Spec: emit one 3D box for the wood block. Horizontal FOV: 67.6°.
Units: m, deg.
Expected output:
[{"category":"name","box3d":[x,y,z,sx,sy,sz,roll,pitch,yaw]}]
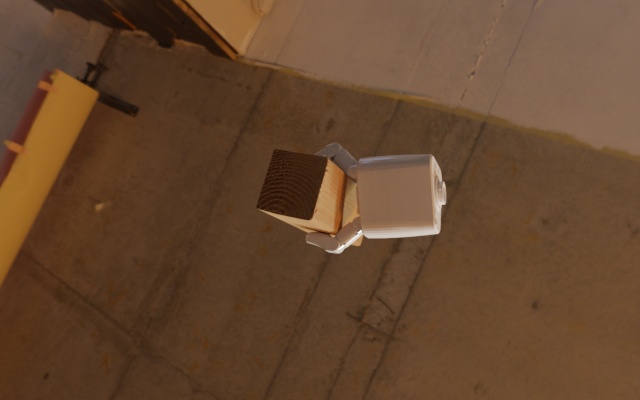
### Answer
[{"category":"wood block","box3d":[0.000,0.003,0.733,0.090,0.091,0.206,11,-10,26]}]
